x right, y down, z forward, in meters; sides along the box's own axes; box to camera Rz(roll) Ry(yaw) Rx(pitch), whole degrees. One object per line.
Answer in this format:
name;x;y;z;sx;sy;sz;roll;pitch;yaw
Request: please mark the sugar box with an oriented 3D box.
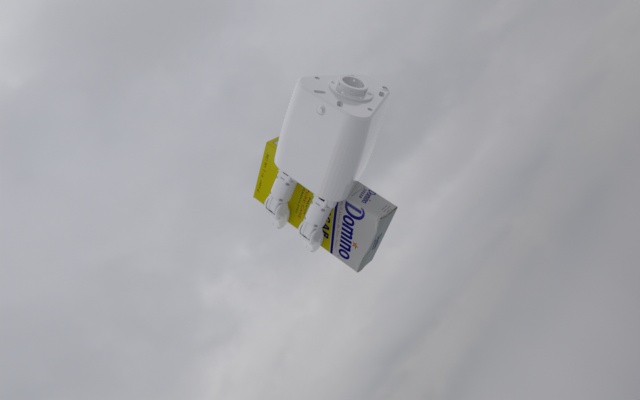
sugar box;0.000;0.002;0.596;0.176;0.093;0.048;36;40;21
